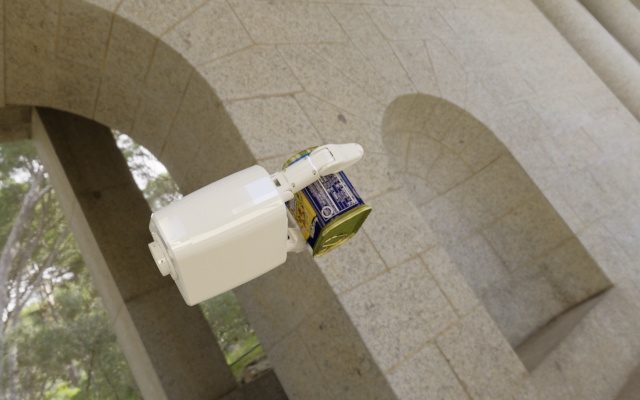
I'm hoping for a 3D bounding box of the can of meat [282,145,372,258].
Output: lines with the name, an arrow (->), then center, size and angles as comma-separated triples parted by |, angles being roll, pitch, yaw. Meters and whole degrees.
can of meat -> 0.000, 0.001, 0.500 | 0.057, 0.084, 0.102 | -27, -16, -19
